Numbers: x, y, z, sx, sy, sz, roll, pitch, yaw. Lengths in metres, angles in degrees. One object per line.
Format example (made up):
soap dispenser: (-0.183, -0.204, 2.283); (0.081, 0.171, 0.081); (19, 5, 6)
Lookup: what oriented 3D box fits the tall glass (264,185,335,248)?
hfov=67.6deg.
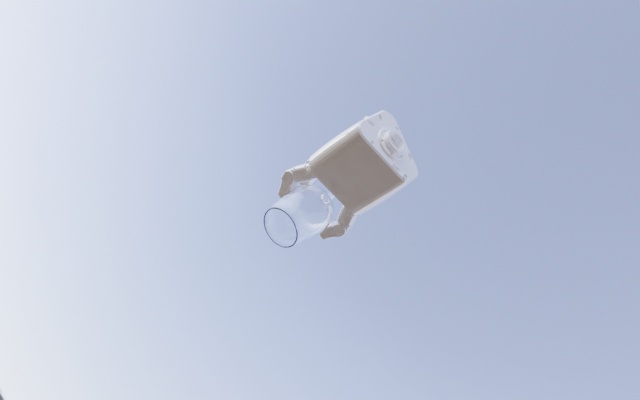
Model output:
tall glass: (0.000, 0.002, 0.741); (0.079, 0.079, 0.201); (0, 22, 38)
